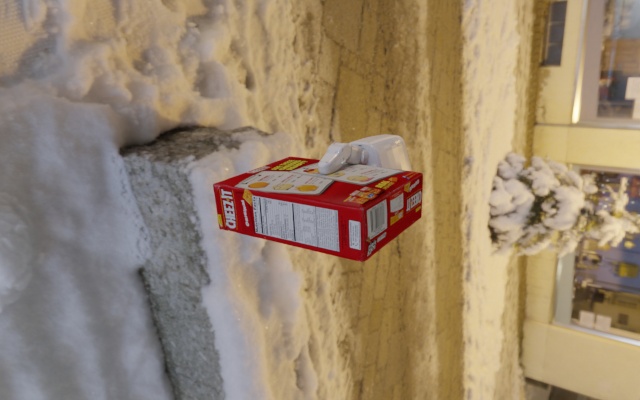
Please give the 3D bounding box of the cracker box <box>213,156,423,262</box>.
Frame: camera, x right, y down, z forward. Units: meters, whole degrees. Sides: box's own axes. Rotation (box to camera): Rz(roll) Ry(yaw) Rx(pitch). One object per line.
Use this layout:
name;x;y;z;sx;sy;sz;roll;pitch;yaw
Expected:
cracker box;0.000;0.002;0.607;0.213;0.072;0.164;9;21;32
